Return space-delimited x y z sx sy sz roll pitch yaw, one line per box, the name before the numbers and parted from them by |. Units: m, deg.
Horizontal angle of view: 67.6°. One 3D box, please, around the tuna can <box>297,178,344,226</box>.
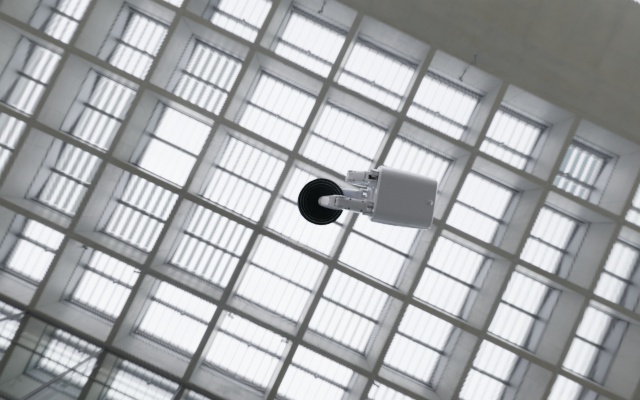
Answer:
tuna can | 0.000 0.003 0.869 0.086 0.086 0.034 0 -2 -7
